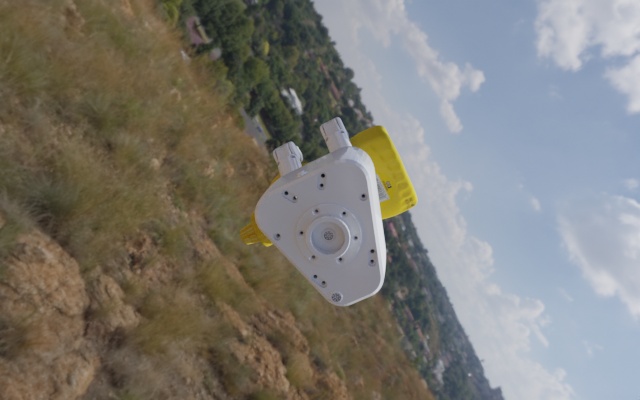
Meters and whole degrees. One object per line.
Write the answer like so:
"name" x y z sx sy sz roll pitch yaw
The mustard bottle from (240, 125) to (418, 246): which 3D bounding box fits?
"mustard bottle" 0.000 0.001 0.515 0.191 0.096 0.058 -25 31 9
